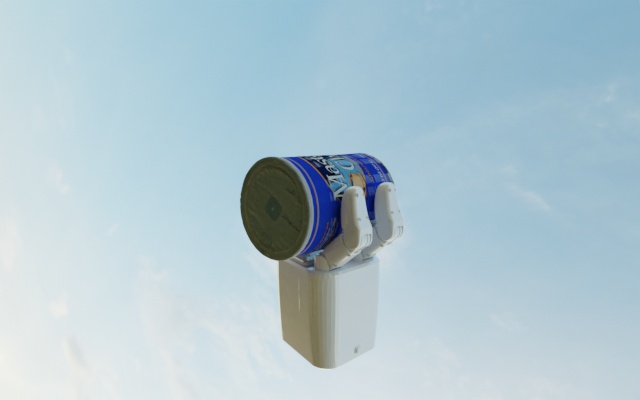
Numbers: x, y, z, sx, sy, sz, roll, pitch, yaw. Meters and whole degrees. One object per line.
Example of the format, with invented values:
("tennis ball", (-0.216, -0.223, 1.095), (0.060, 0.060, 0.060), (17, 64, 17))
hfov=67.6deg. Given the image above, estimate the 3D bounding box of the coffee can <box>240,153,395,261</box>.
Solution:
("coffee can", (0.000, 0.002, 0.515), (0.103, 0.103, 0.140), (0, 6, 43))
